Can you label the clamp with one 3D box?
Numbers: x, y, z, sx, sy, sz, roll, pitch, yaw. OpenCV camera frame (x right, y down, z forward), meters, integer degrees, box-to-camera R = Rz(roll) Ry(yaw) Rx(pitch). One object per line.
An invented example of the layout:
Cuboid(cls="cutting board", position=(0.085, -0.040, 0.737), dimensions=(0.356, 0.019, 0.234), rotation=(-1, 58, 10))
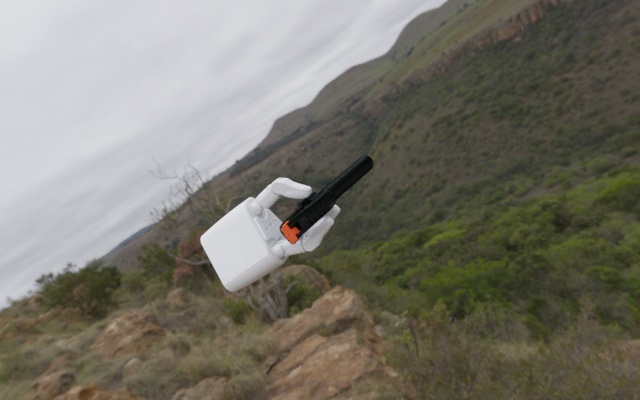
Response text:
Cuboid(cls="clamp", position=(-0.001, 0.002, 0.708), dimensions=(0.164, 0.036, 0.210), rotation=(-37, 5, 22))
